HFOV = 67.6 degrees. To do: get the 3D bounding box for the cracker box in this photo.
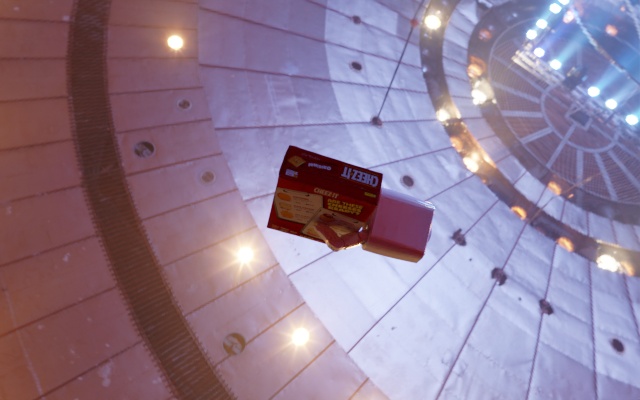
[{"bbox_3d":[0.000,0.003,0.845,0.164,0.072,0.214,16,-28,-4],"label":"cracker box"}]
